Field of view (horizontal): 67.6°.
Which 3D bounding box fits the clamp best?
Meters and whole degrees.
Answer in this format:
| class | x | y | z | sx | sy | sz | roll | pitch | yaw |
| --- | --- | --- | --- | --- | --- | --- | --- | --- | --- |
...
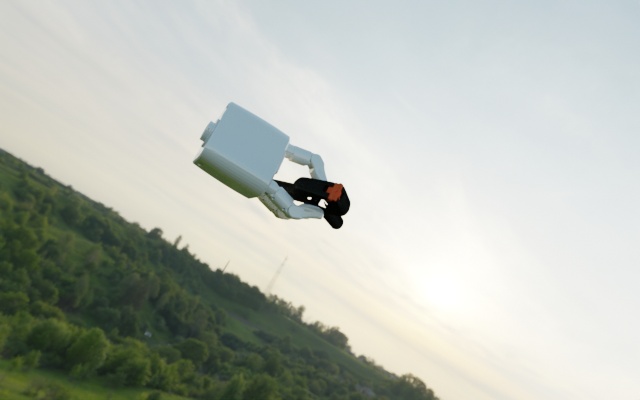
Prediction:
| class | x | y | z | sx | sy | sz | roll | pitch | yaw |
| --- | --- | --- | --- | --- | --- | --- | --- | --- | --- |
| clamp | 0.000 | 0.002 | 0.766 | 0.164 | 0.036 | 0.210 | 29 | -13 | -19 |
